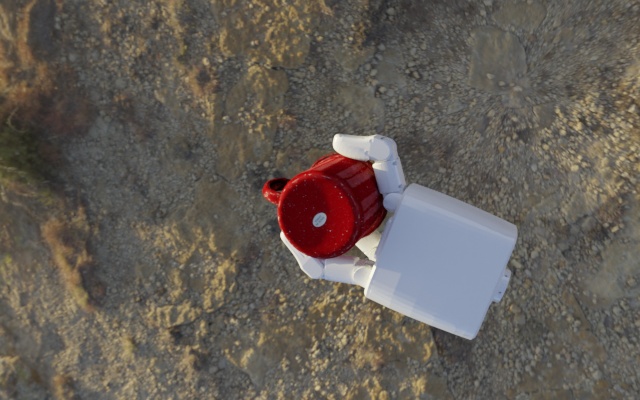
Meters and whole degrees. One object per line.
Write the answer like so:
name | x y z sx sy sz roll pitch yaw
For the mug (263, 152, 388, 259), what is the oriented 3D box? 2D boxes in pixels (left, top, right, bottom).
mug | -0.001 0.001 0.456 0.117 0.093 0.081 20 19 15
